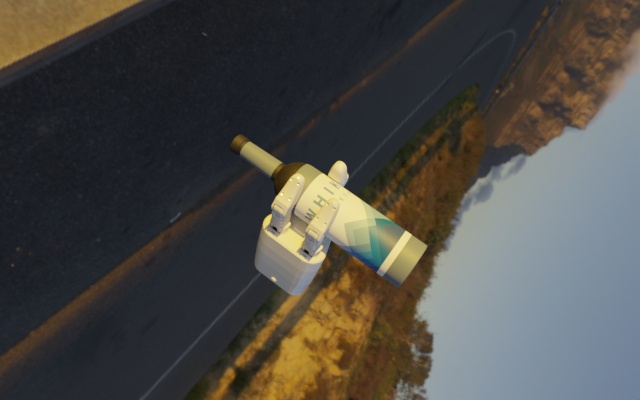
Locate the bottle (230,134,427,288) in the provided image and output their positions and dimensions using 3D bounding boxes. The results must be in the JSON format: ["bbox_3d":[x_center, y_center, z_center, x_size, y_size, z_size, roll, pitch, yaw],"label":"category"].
[{"bbox_3d":[0.000,0.002,0.640,0.295,0.069,0.069,35,7,10],"label":"bottle"}]
